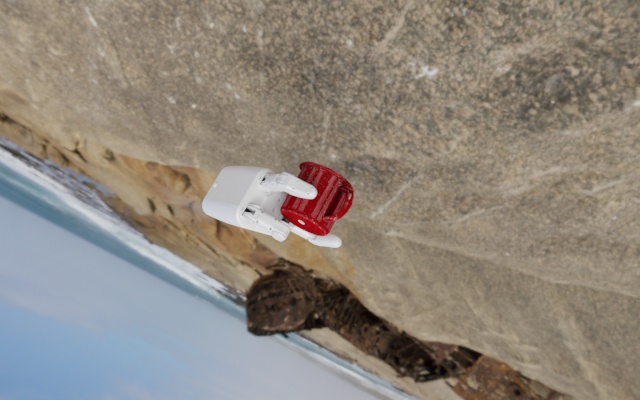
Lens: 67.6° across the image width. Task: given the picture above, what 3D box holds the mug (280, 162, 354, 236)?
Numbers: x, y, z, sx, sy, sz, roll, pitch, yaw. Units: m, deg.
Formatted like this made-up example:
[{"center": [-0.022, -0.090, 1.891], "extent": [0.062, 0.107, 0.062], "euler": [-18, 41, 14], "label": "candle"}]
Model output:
[{"center": [0.001, 0.003, 0.710], "extent": [0.117, 0.081, 0.093], "euler": [11, -24, 45], "label": "mug"}]
